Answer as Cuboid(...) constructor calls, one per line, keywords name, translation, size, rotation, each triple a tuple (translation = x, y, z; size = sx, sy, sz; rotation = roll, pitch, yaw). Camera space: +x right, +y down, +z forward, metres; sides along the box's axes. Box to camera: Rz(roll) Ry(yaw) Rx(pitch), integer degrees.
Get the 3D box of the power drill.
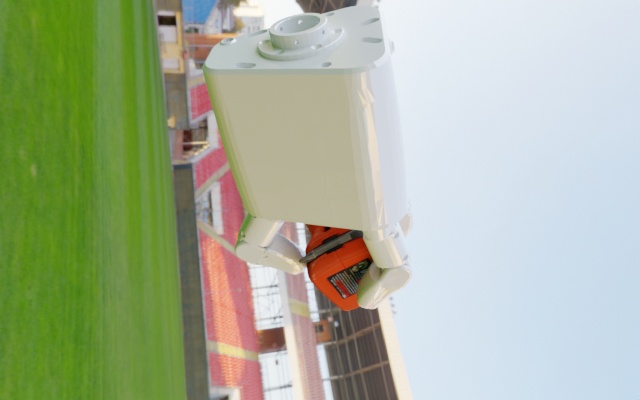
Cuboid(name="power drill", translation=(0.000, 0.002, 0.434), size=(0.057, 0.187, 0.184), rotation=(-29, -33, 5))
